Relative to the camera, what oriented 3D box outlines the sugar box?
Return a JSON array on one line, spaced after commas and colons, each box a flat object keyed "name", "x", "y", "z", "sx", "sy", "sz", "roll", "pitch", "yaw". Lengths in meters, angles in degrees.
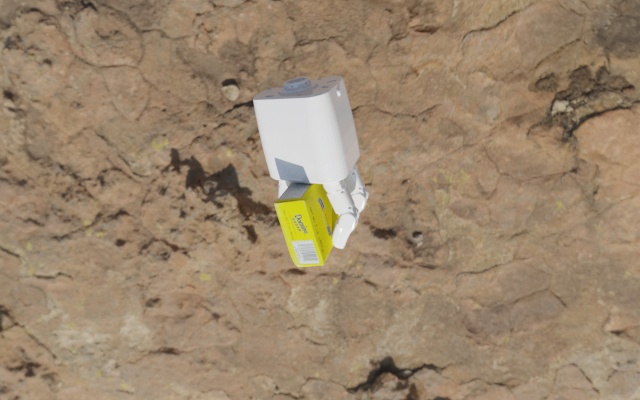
[{"name": "sugar box", "x": 0.001, "y": 0.002, "z": 0.639, "sx": 0.048, "sy": 0.093, "sz": 0.176, "roll": -5, "pitch": 26, "yaw": 23}]
